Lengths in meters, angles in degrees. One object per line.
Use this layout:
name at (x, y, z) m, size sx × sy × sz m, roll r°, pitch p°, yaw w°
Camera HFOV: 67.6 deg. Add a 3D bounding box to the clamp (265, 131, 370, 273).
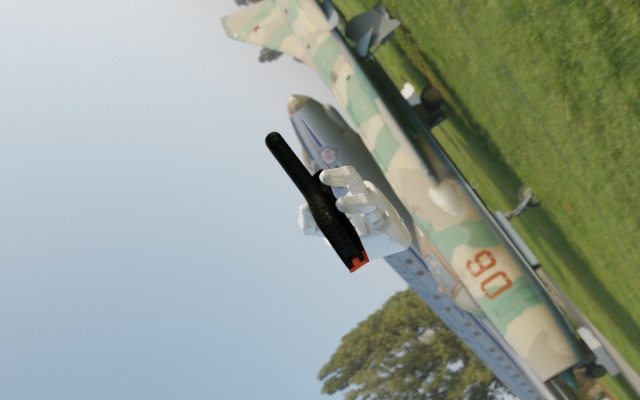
clamp at (0.000, 0.003, 0.655) m, size 0.036 × 0.209 × 0.165 m, roll -36°, pitch -35°, yaw 12°
